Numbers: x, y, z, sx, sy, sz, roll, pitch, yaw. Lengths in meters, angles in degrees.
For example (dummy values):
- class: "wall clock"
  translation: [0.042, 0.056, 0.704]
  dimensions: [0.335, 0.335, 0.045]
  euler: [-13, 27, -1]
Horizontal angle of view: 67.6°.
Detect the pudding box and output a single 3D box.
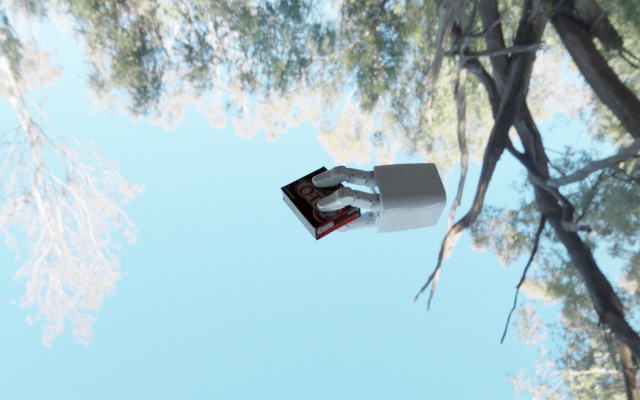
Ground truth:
- class: "pudding box"
  translation: [0.000, 0.003, 0.791]
  dimensions: [0.090, 0.039, 0.113]
  euler: [-27, 49, -20]
